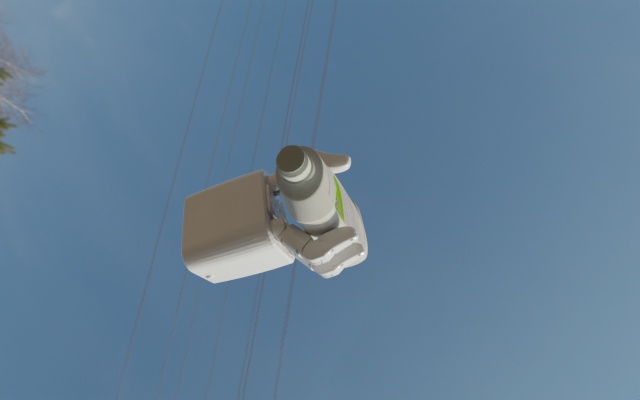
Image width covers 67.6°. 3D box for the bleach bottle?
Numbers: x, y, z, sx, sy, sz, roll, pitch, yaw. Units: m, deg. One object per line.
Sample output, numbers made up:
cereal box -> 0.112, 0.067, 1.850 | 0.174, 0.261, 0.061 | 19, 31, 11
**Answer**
bleach bottle -> 0.000, 0.002, 0.555 | 0.068, 0.102, 0.251 | -17, -26, 7
